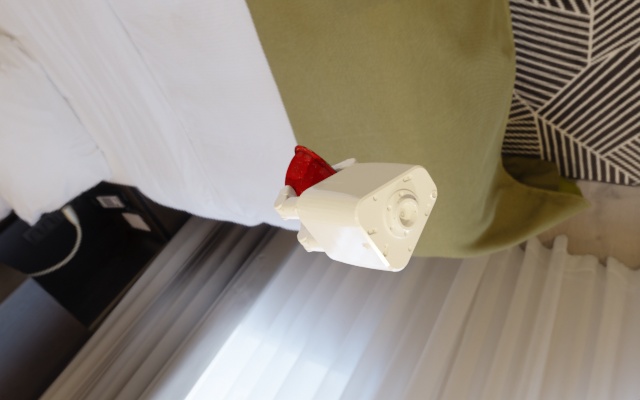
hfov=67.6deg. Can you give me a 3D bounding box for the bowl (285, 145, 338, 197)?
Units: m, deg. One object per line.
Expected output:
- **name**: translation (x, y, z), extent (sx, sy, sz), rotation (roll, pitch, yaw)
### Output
- **bowl**: translation (-0.001, 0.002, 0.662), extent (0.055, 0.162, 0.162), rotation (-42, 9, -10)
